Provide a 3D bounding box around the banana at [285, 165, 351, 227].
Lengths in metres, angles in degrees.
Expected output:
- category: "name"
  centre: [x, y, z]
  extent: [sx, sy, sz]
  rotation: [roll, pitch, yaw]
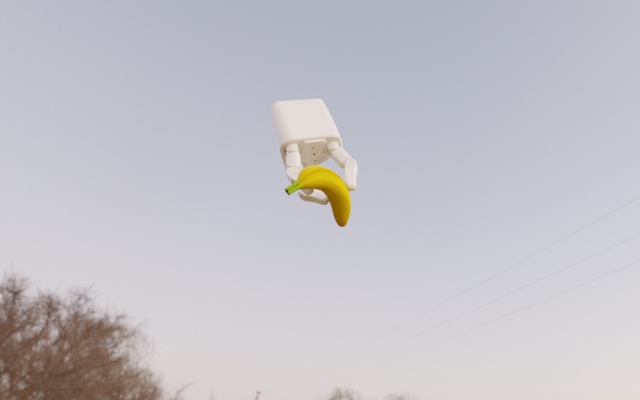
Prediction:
- category: "banana"
  centre: [0.012, -0.012, 0.782]
  extent: [0.037, 0.069, 0.198]
  rotation: [50, 9, 34]
